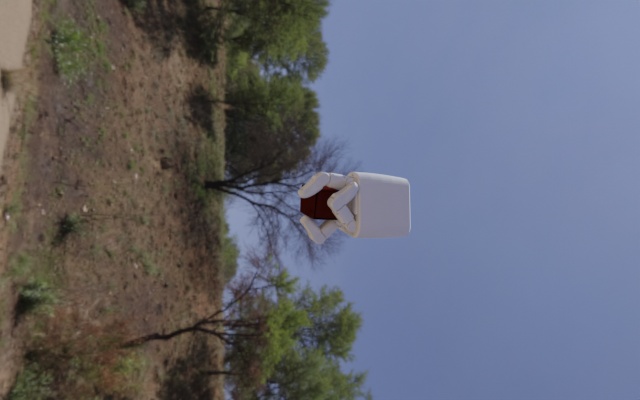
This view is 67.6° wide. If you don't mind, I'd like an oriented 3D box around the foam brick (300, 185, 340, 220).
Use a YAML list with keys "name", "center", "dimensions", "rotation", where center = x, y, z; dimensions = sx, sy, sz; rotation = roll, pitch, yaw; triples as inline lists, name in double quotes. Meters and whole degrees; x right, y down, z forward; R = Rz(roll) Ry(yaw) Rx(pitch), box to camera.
- name: "foam brick"
  center: [0.000, 0.003, 0.860]
  dimensions: [0.051, 0.053, 0.078]
  rotation: [2, 10, -22]
